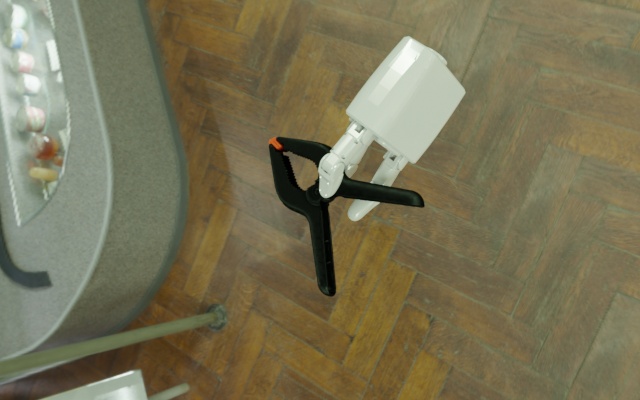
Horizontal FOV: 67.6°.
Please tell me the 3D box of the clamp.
[{"bbox_3d":[0.000,0.001,0.594,0.210,0.164,0.036,41,9,23],"label":"clamp"}]
